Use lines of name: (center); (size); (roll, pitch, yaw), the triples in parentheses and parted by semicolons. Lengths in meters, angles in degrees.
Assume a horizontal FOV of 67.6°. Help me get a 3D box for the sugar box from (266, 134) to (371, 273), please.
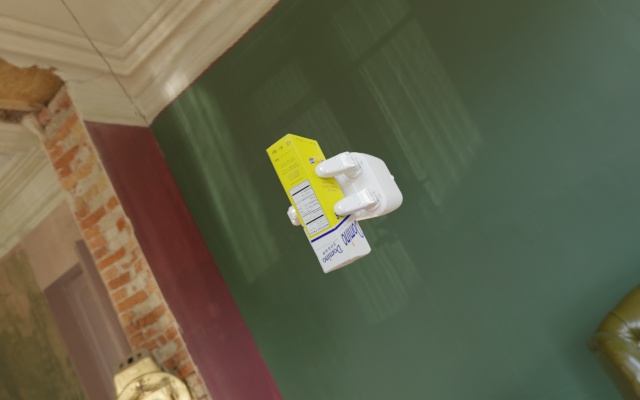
sugar box: (0.001, 0.002, 0.627); (0.048, 0.176, 0.093); (-33, -11, 20)
